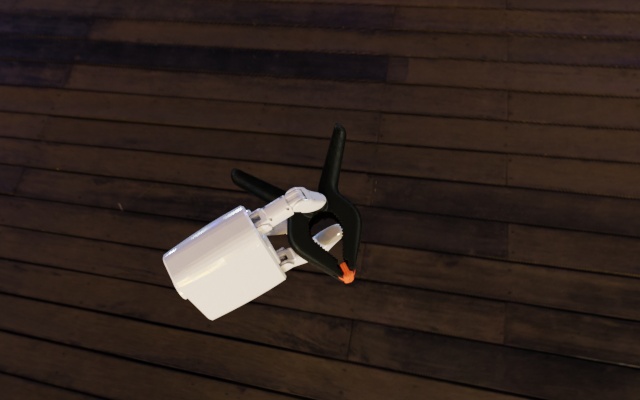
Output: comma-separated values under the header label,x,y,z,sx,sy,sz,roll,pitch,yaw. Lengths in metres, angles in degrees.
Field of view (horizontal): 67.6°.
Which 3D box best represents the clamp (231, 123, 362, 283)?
label,x,y,z,sx,sy,sz,roll,pitch,yaw
clamp,0.000,0.002,0.603,0.164,0.210,0.036,-31,-24,-6
